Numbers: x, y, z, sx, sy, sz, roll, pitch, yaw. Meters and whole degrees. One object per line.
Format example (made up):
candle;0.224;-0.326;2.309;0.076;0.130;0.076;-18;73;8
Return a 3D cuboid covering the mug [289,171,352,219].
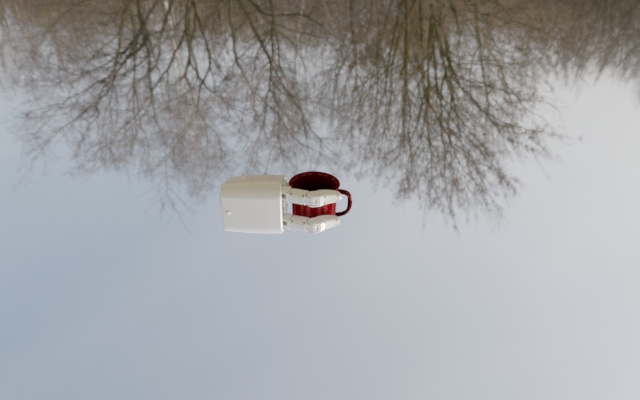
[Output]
mug;0.002;0.003;0.884;0.117;0.081;0.093;2;31;1
